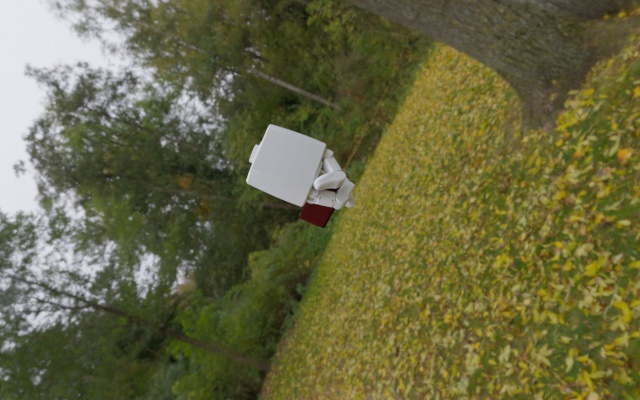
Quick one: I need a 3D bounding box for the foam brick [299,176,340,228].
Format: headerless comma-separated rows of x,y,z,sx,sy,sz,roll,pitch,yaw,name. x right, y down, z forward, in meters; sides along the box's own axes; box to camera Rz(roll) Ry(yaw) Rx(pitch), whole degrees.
0.000,0.003,0.870,0.051,0.053,0.078,21,-40,-5,foam brick
